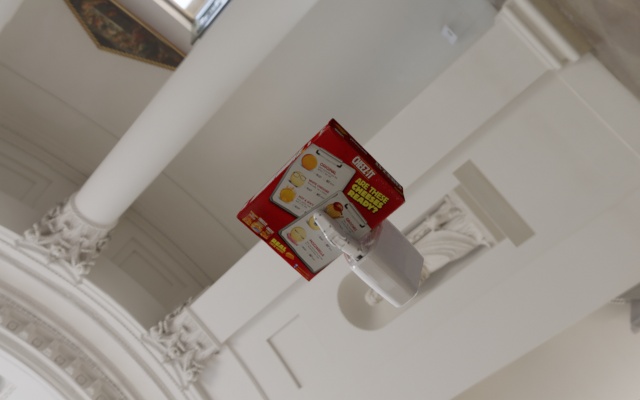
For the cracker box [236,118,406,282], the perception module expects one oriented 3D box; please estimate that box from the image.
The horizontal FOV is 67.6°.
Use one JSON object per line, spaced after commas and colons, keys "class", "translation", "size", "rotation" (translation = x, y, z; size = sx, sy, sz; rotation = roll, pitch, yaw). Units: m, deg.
{"class": "cracker box", "translation": [0.000, 0.003, 0.760], "size": [0.214, 0.164, 0.072], "rotation": [-42, 13, 20]}
